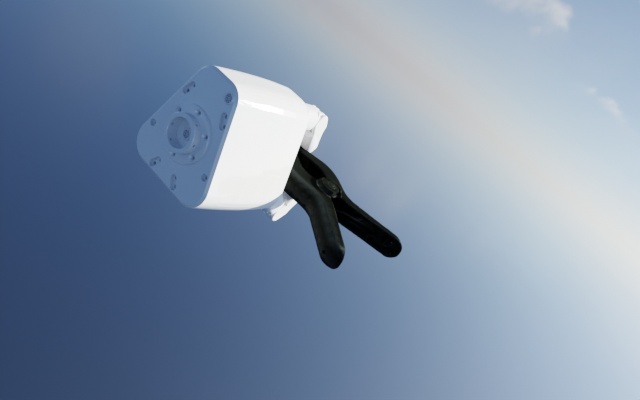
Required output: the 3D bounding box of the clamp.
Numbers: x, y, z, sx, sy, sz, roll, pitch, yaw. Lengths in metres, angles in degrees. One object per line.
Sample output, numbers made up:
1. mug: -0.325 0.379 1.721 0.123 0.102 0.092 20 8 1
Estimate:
1. clamp: 0.000 0.001 0.479 0.171 0.039 0.120 45 21 19
